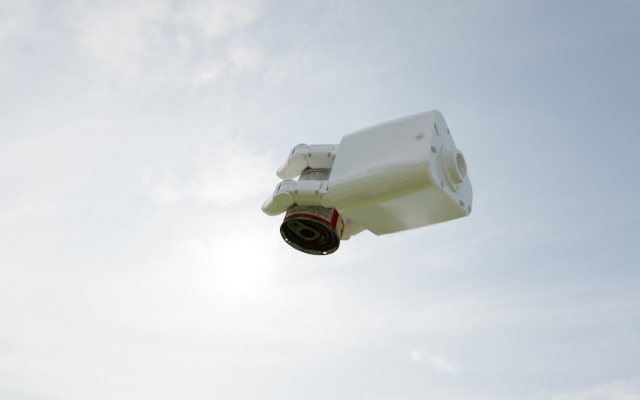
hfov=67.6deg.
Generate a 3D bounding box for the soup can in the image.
[{"bbox_3d":[0.000,0.002,0.543,0.068,0.102,0.069,11,-37,9],"label":"soup can"}]
